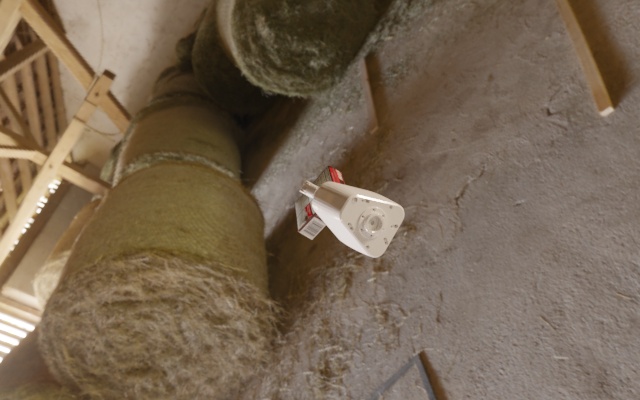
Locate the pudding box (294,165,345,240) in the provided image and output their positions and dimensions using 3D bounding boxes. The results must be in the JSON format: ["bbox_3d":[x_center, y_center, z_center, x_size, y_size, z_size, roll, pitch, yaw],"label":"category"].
[{"bbox_3d":[0.000,0.003,0.889,0.039,0.113,0.090,32,26,-27],"label":"pudding box"}]
